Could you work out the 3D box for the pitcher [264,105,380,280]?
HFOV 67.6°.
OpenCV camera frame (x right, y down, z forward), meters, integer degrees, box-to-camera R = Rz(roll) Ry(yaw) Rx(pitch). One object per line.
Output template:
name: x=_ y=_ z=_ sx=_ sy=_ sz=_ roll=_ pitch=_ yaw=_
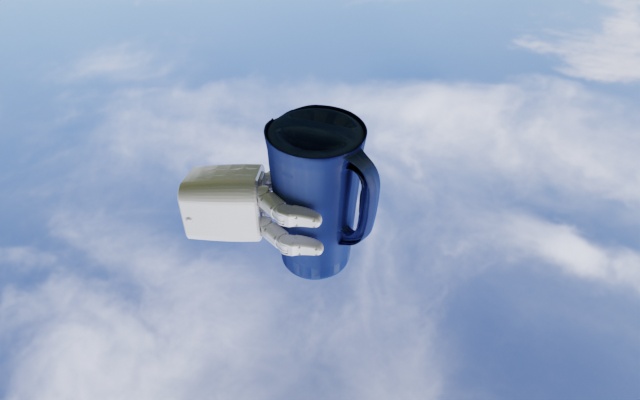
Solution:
pitcher: x=0.000 y=0.002 z=0.677 sx=0.145 sy=0.243 sz=0.149 roll=0 pitch=39 yaw=-1
